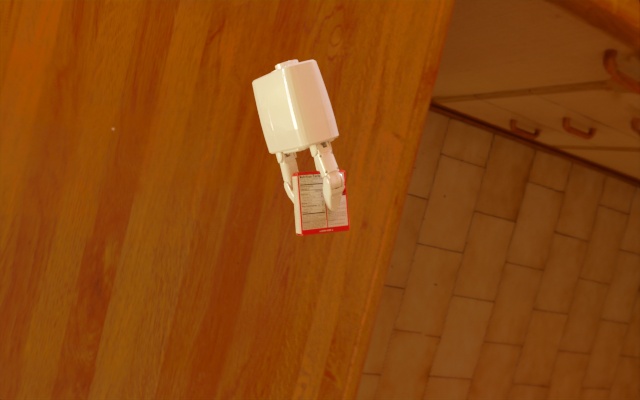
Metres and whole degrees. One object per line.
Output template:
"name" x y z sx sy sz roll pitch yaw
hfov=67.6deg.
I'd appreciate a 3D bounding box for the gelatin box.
"gelatin box" 0.000 0.003 0.676 0.073 0.089 0.030 -5 1 -21
